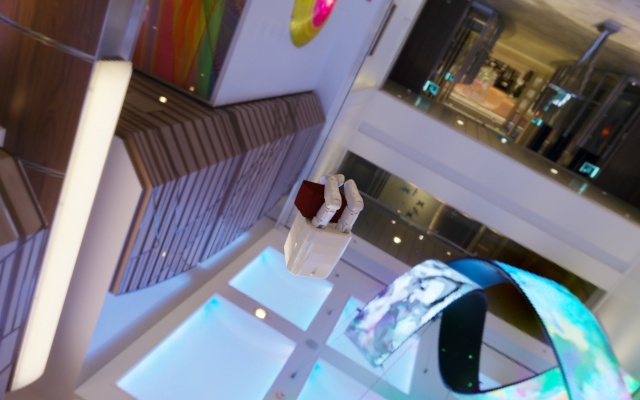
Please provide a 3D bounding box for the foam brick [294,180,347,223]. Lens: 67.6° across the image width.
[{"bbox_3d":[0.000,0.003,0.876,0.078,0.051,0.053,13,25,-32],"label":"foam brick"}]
